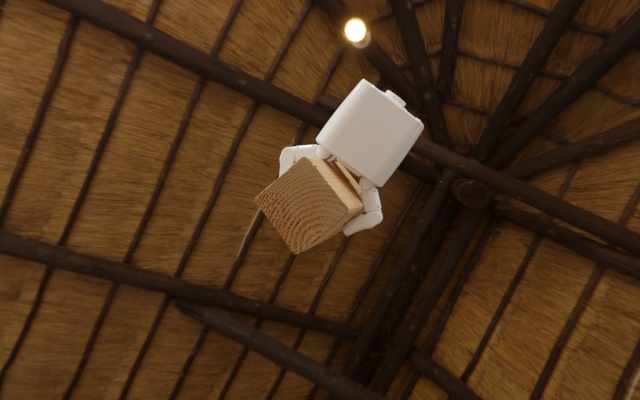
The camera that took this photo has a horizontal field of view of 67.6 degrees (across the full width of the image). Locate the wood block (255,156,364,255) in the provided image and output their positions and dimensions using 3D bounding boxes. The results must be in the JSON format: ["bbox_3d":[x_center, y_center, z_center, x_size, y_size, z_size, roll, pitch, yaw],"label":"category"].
[{"bbox_3d":[0.001,0.002,0.678,0.090,0.091,0.206,-40,-7,12],"label":"wood block"}]
